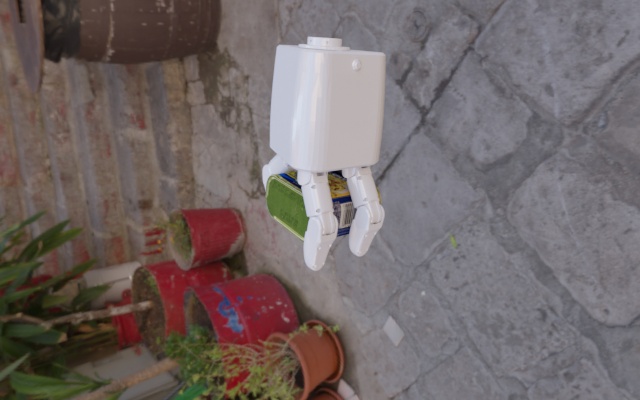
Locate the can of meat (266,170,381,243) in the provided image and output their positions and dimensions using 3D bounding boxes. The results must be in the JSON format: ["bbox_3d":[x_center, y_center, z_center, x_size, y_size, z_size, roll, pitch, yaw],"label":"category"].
[{"bbox_3d":[0.000,0.002,0.519,0.084,0.057,0.102,-10,27,-36],"label":"can of meat"}]
